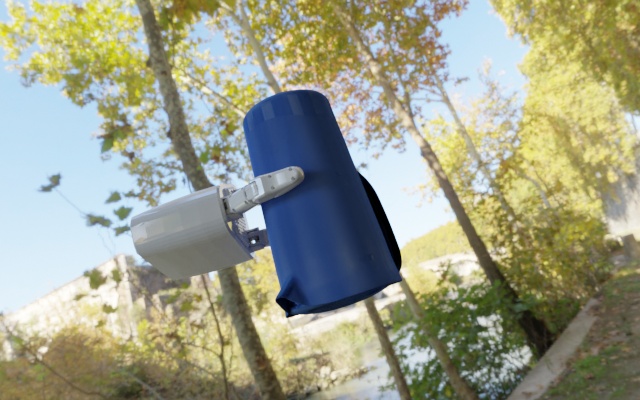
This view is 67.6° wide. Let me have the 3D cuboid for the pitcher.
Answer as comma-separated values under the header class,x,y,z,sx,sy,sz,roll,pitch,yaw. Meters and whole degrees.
class,x,y,z,sx,sy,sz,roll,pitch,yaw
pitcher,0.000,0.002,0.553,0.145,0.242,0.149,-18,-13,4
